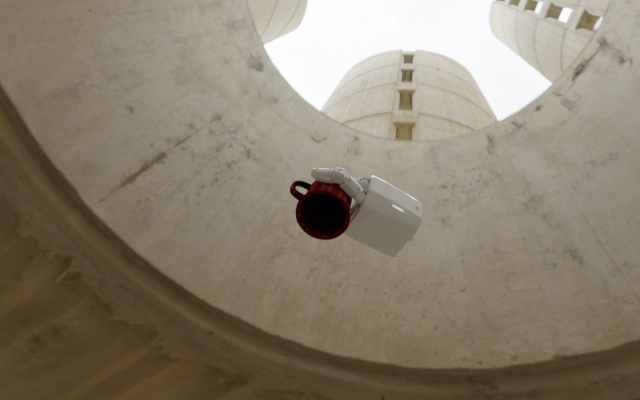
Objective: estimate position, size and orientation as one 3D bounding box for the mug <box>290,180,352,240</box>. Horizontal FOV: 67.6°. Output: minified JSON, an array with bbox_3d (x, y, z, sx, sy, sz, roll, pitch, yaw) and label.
[{"bbox_3d":[-0.001,0.002,0.826,0.117,0.093,0.081,29,27,-3],"label":"mug"}]
